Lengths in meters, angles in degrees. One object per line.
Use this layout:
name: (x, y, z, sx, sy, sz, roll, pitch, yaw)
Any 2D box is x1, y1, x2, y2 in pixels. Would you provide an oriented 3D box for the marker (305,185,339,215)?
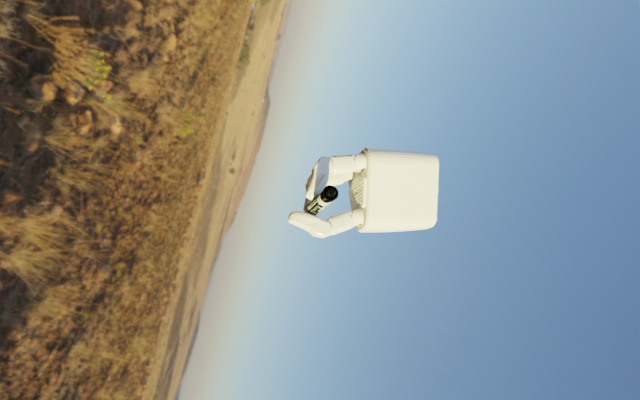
marker: (0.000, 0.002, 0.606, 0.020, 0.020, 0.121, 0, -12, -13)
